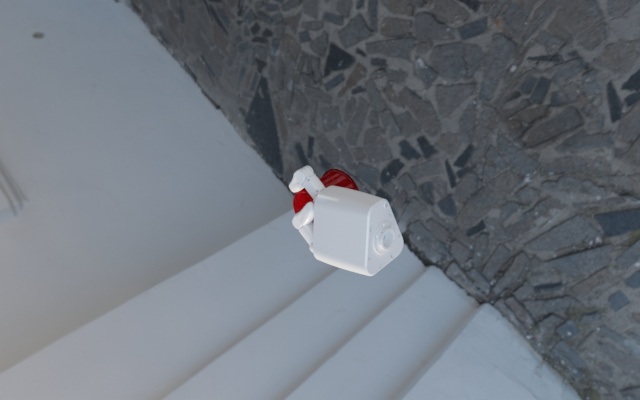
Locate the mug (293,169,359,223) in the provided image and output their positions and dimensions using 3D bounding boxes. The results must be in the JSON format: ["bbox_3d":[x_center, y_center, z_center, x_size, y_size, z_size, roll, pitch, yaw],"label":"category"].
[{"bbox_3d":[-0.001,0.002,0.812,0.117,0.093,0.081,11,32,45],"label":"mug"}]
